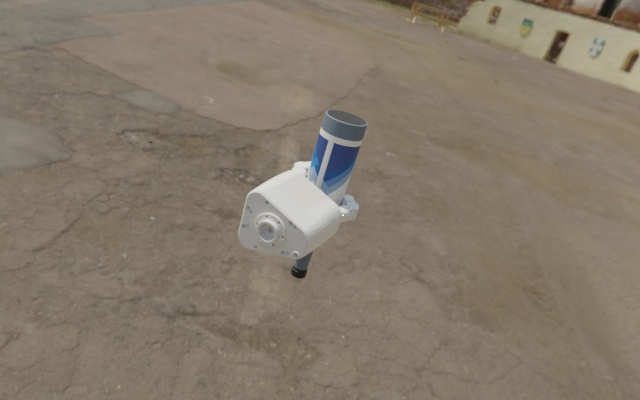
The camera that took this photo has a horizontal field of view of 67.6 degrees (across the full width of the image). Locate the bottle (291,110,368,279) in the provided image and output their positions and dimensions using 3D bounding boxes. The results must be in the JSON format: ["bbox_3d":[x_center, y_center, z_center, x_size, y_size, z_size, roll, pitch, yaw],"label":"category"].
[{"bbox_3d":[0.000,0.002,0.781,0.069,0.296,0.069,14,25,-7],"label":"bottle"}]
